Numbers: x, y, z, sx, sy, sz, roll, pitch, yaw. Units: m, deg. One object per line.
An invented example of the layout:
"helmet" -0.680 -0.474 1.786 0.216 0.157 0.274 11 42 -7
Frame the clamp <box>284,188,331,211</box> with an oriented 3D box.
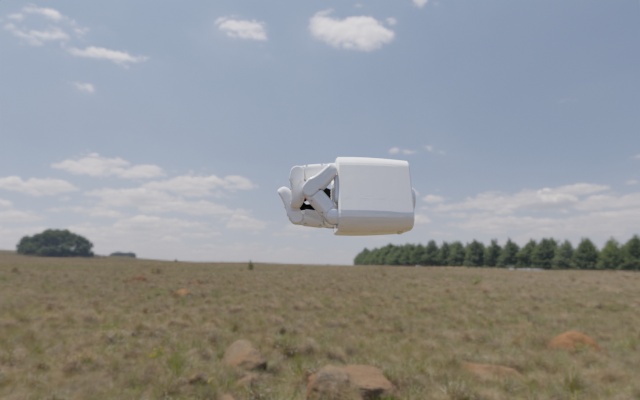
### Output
"clamp" 0.000 0.002 0.779 0.120 0.039 0.171 1 -8 -4
